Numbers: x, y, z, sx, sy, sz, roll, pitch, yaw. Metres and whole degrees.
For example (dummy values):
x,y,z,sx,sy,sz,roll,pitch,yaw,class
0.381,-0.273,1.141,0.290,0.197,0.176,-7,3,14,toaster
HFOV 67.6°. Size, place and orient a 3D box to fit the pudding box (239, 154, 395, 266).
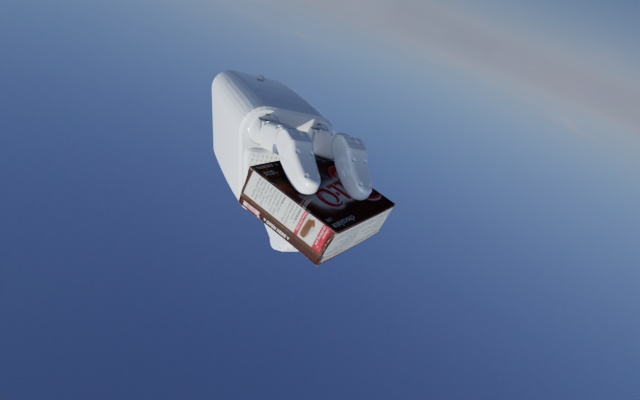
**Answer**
x,y,z,sx,sy,sz,roll,pitch,yaw,class
0.000,0.001,0.405,0.090,0.039,0.113,36,29,20,pudding box
